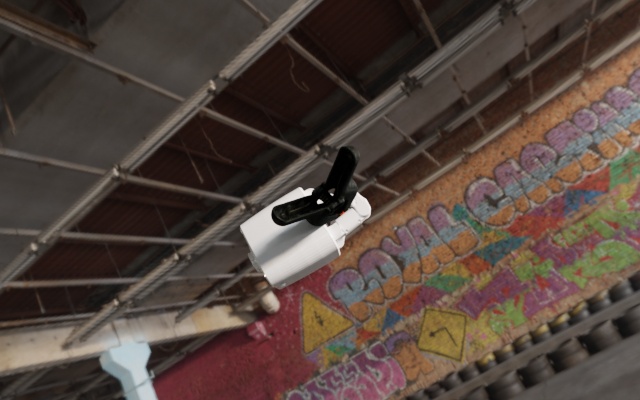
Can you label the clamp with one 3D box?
[{"bbox_3d":[0.000,0.001,0.587,0.120,0.039,0.171,-33,-19,-5],"label":"clamp"}]
